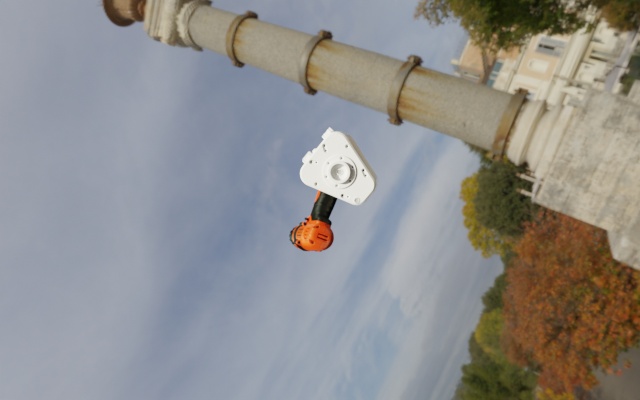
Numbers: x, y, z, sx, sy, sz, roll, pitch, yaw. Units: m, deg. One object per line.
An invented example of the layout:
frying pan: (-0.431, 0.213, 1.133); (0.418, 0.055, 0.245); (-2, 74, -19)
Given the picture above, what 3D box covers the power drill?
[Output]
power drill: (0.000, 0.002, 0.872); (0.057, 0.187, 0.184); (19, -8, -16)
